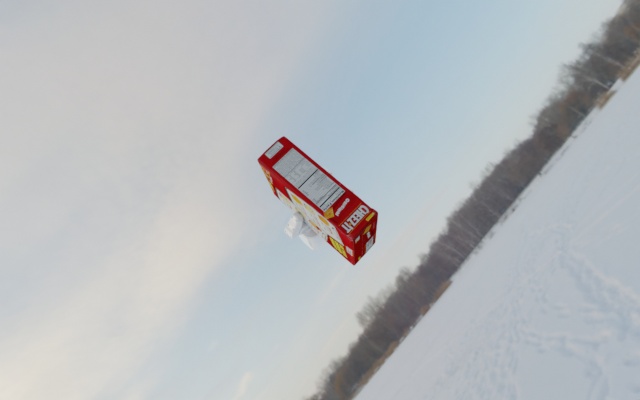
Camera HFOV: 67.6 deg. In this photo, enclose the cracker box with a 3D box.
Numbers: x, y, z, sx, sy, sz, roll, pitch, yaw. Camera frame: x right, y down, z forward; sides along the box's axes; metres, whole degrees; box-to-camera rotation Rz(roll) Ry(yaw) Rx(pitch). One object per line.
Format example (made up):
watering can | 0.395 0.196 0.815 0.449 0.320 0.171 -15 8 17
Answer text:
cracker box | 0.000 0.003 0.833 0.213 0.072 0.164 40 -13 17
